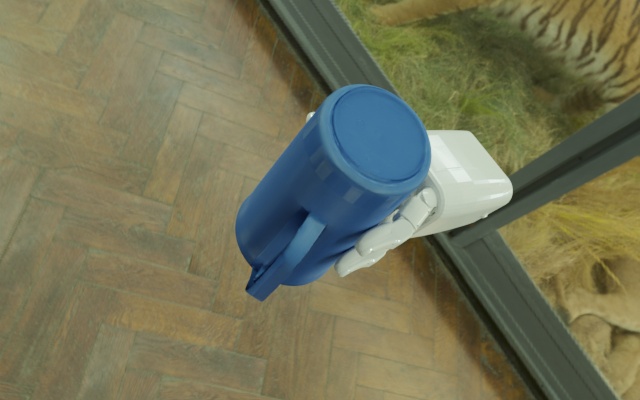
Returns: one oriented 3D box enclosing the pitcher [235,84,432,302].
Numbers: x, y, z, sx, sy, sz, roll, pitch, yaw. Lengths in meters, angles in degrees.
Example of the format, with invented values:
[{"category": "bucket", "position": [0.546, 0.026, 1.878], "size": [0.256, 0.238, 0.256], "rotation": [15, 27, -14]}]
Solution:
[{"category": "pitcher", "position": [0.000, 0.002, 0.487], "size": [0.145, 0.149, 0.243], "rotation": [-6, -21, -27]}]
